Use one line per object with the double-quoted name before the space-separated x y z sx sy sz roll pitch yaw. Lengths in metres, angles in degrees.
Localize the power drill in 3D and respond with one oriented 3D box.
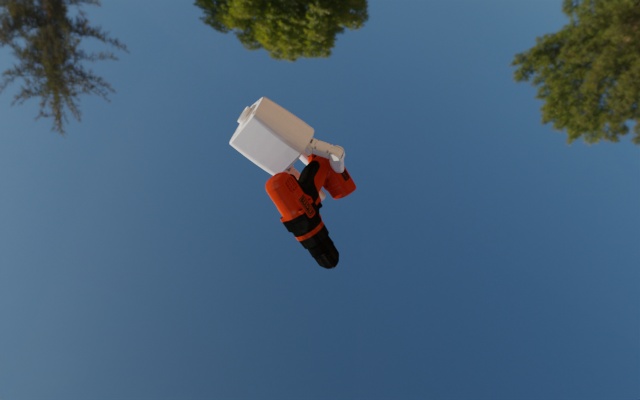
"power drill" 0.000 0.002 0.833 0.057 0.184 0.187 -21 19 32
